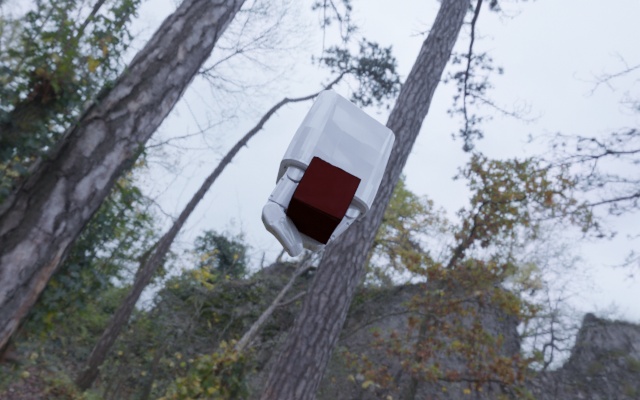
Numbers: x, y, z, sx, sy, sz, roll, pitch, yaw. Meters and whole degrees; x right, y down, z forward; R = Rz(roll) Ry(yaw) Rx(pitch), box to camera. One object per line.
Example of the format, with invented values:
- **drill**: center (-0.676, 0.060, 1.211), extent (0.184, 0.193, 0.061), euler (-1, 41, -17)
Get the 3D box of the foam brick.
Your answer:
- **foam brick**: center (0.000, 0.002, 0.478), extent (0.053, 0.051, 0.078), euler (28, -23, 1)
